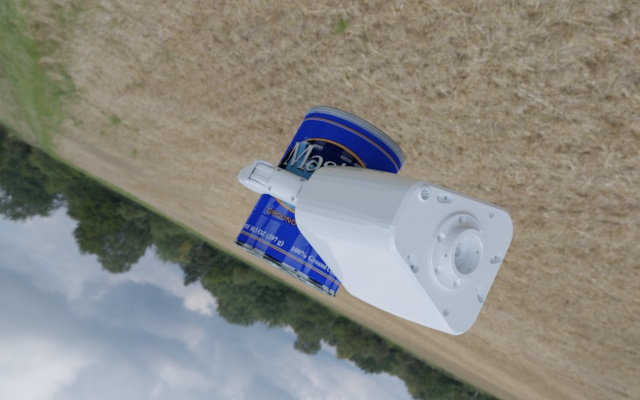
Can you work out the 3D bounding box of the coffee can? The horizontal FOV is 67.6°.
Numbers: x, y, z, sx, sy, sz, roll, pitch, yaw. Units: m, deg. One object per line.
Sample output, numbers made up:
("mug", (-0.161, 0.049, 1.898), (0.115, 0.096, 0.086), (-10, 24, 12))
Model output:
("coffee can", (0.000, 0.001, 0.435), (0.103, 0.140, 0.103), (27, -11, 6))
